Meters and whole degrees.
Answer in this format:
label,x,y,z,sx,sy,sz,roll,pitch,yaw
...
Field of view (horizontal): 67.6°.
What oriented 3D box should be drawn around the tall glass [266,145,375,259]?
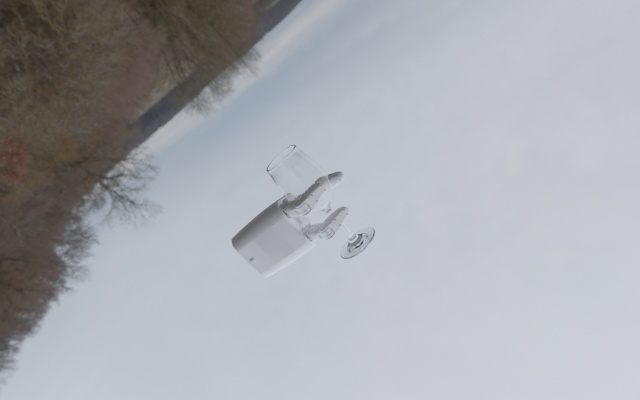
label,x,y,z,sx,sy,sz,roll,pitch,yaw
tall glass,0.001,0.003,0.786,0.079,0.201,0.079,-37,19,15
